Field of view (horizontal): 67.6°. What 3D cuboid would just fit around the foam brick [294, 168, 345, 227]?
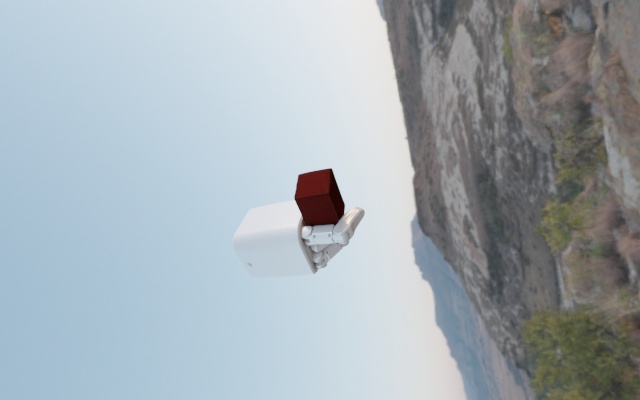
[{"bbox_3d":[0.000,0.002,0.678,0.051,0.053,0.078,-7,-47,15],"label":"foam brick"}]
